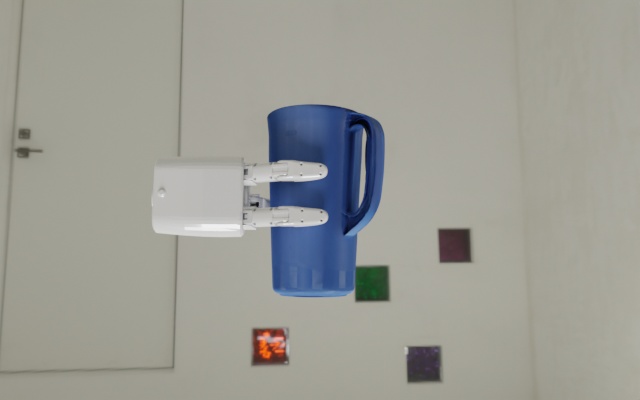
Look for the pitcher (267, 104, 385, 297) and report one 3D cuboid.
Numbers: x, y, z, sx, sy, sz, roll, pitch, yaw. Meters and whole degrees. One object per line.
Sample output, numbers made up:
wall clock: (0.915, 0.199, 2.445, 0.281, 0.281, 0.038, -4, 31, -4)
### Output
pitcher: (0.000, 0.002, 0.630, 0.145, 0.243, 0.149, 1, -7, -6)
